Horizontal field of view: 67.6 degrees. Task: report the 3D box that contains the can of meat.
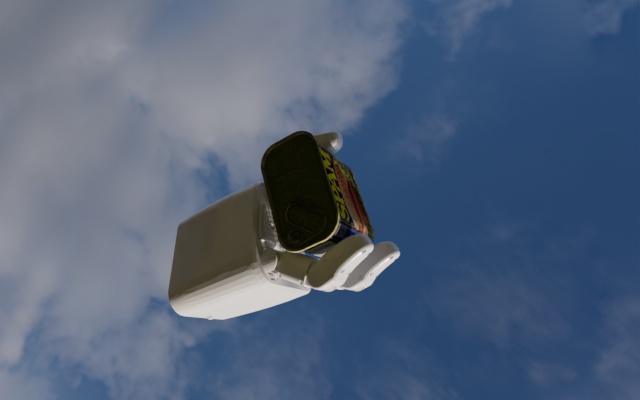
[{"bbox_3d":[0.000,0.001,0.426,0.057,0.102,0.084,-26,-26,20],"label":"can of meat"}]
